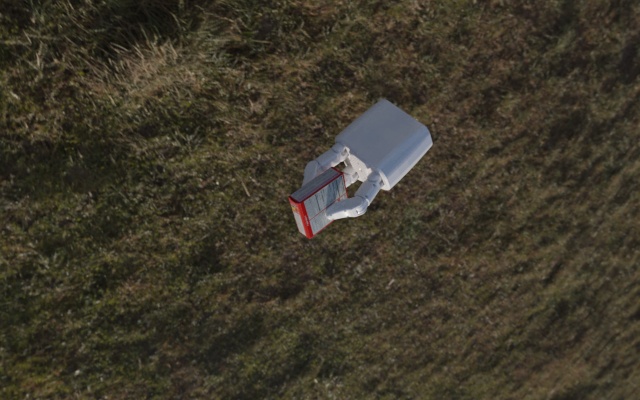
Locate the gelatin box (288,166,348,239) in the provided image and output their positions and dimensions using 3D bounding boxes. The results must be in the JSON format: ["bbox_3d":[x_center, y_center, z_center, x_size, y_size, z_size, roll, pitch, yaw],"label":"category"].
[{"bbox_3d":[0.000,0.003,0.717,0.089,0.073,0.030,-37,45,-24],"label":"gelatin box"}]
